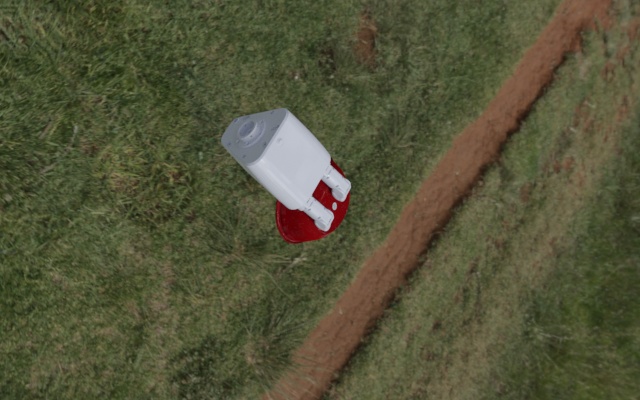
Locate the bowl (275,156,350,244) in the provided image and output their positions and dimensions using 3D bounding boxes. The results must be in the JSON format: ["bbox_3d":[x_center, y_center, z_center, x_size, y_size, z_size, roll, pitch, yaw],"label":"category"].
[{"bbox_3d":[0.001,0.003,0.774,0.055,0.162,0.162,20,11,32],"label":"bowl"}]
